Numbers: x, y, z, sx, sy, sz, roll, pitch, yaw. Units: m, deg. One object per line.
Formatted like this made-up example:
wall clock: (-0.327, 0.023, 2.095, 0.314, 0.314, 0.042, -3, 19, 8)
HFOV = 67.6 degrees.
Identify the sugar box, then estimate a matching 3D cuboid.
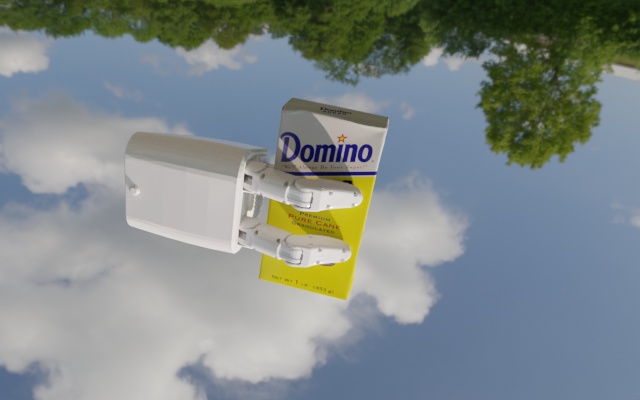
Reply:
sugar box: (0.000, 0.002, 0.446, 0.093, 0.176, 0.048, 12, 26, 5)
